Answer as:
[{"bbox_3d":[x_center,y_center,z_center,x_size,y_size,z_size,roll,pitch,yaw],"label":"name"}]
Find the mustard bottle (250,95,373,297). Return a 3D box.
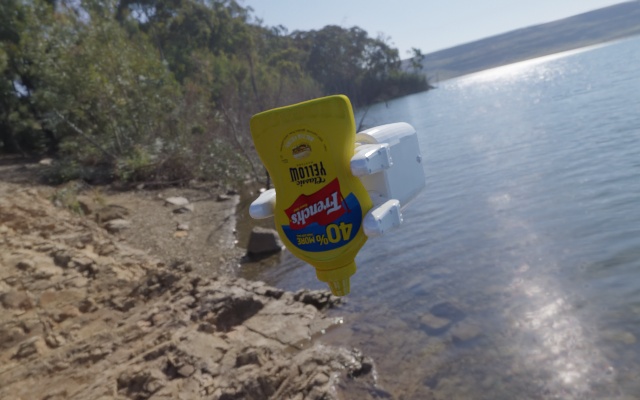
[{"bbox_3d":[0.000,0.001,0.463,0.096,0.192,0.058,-11,11,12],"label":"mustard bottle"}]
